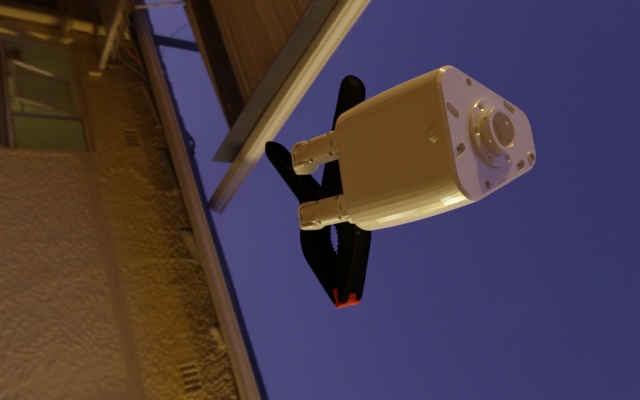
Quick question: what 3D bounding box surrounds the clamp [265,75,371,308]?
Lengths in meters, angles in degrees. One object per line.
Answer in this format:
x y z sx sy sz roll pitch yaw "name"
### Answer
0.001 0.002 0.486 0.036 0.210 0.164 -2 -9 -36 "clamp"
